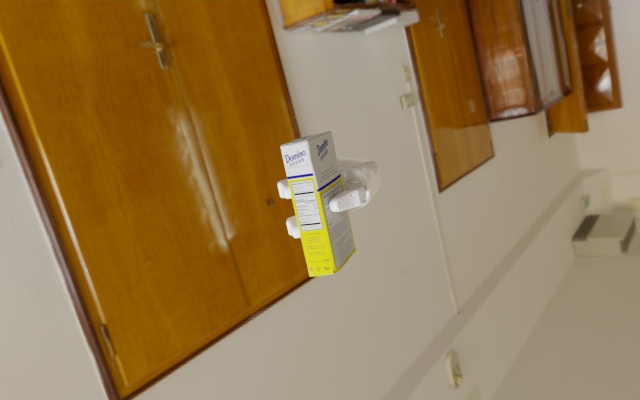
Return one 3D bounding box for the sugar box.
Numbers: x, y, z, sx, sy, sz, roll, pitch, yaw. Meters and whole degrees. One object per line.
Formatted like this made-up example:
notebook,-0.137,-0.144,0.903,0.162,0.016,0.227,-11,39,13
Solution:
sugar box,0.000,0.002,0.637,0.048,0.176,0.093,-10,11,23
